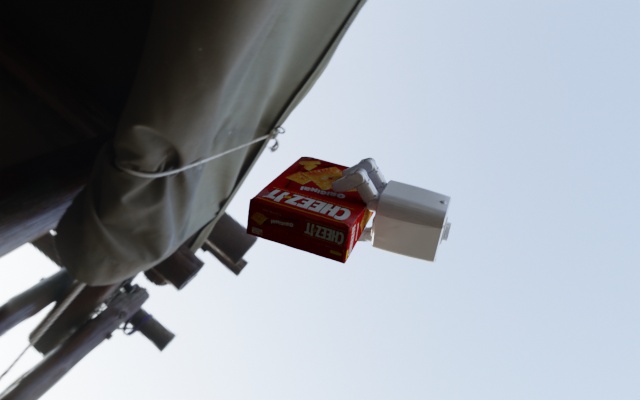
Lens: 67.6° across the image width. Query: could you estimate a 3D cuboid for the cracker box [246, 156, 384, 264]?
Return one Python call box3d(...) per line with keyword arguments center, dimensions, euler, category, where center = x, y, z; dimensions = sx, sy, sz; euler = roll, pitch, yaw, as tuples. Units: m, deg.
box3d(center=(0.000, 0.003, 0.793), dimensions=(0.164, 0.072, 0.213), euler=(15, 27, 15), category="cracker box")
